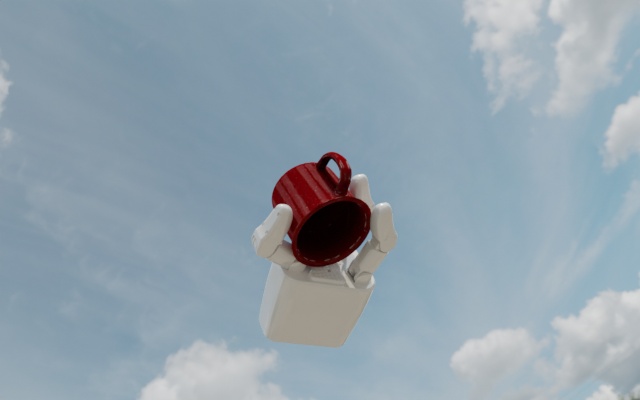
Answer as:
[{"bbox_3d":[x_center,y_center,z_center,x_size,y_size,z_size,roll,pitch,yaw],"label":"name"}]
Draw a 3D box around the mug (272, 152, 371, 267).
[{"bbox_3d":[0.000,0.000,0.516,0.093,0.117,0.081,0,35,-30],"label":"mug"}]
